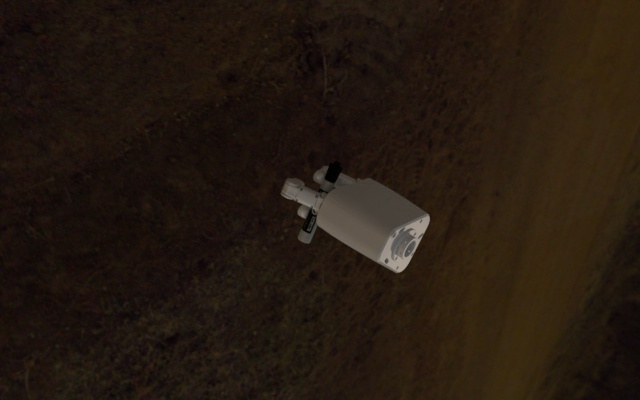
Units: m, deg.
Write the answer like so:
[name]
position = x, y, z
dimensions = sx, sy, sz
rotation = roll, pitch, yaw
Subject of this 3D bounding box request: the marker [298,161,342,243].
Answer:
[marker]
position = 0.000, 0.002, 0.653
dimensions = 0.020, 0.121, 0.020
rotation = 22, 14, -6
